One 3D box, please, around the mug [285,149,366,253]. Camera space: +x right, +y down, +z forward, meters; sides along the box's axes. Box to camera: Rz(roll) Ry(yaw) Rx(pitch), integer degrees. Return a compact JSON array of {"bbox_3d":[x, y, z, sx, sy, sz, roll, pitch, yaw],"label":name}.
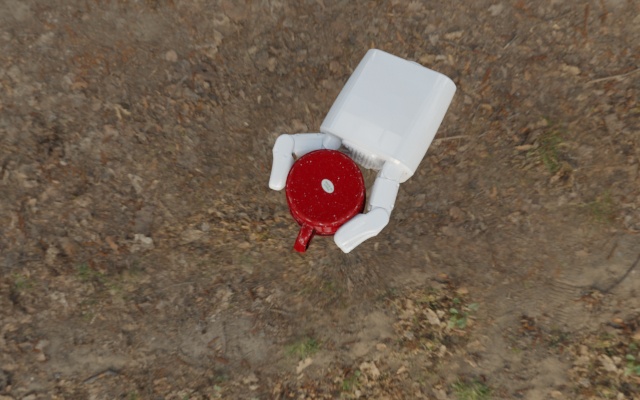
[{"bbox_3d":[-0.001,0.003,0.517,0.093,0.117,0.081,27,-5,5],"label":"mug"}]
